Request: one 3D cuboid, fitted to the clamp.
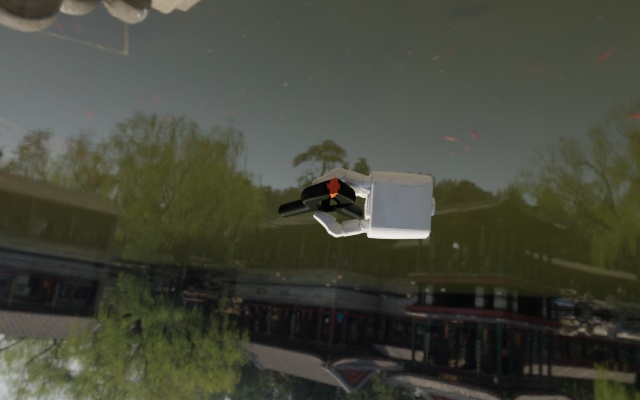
[{"bbox_3d":[0.000,0.003,0.851,0.164,0.036,0.210,-1,-14,0],"label":"clamp"}]
